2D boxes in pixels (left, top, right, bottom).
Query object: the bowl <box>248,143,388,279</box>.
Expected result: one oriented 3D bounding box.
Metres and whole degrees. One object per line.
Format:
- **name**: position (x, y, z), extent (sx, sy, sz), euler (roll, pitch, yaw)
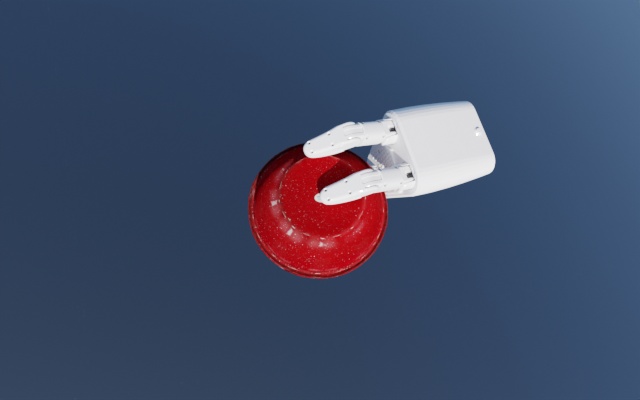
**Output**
- **bowl**: position (-0.001, 0.002, 0.523), extent (0.162, 0.162, 0.055), euler (0, -15, -5)
